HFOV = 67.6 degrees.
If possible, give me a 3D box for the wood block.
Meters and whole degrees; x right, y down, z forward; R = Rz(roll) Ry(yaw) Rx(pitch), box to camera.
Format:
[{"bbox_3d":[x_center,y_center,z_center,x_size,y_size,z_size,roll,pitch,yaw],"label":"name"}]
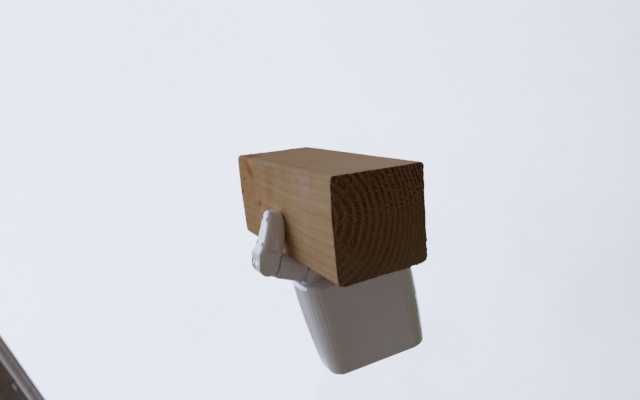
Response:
[{"bbox_3d":[0.000,0.002,0.465,0.091,0.090,0.206,-12,14,-27],"label":"wood block"}]
